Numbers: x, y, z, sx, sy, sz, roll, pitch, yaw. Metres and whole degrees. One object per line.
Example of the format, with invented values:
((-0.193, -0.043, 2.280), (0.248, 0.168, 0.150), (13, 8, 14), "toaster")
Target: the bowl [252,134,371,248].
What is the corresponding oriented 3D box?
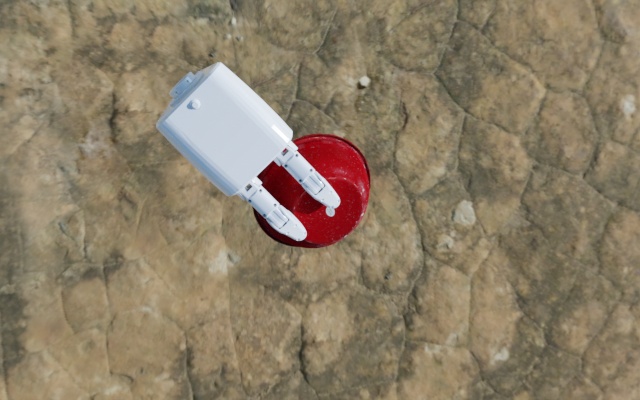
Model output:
((0.001, 0.003, 0.593), (0.162, 0.162, 0.055), (0, 27, -24), "bowl")
